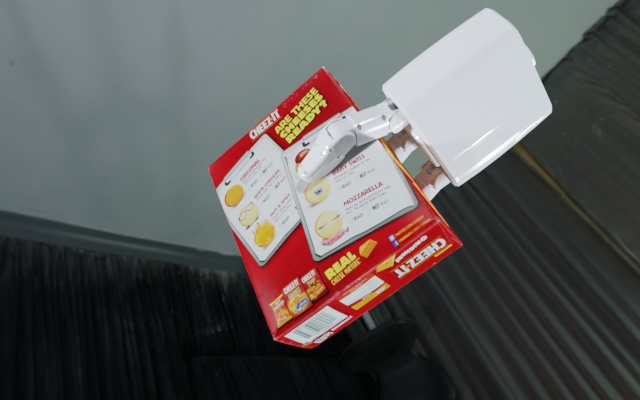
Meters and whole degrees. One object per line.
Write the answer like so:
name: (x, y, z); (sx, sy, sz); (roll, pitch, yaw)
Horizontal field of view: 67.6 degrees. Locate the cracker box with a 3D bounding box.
cracker box: (0.000, 0.002, 0.448); (0.164, 0.213, 0.072); (-38, -38, 12)
